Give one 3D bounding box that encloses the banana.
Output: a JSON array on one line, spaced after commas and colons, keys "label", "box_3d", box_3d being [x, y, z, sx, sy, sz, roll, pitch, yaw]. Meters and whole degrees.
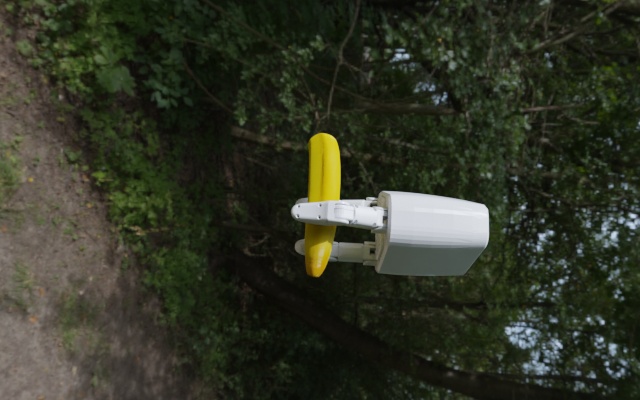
[{"label": "banana", "box_3d": [0.002, -0.012, 0.548, 0.037, 0.197, 0.070, 5, -37, -5]}]
